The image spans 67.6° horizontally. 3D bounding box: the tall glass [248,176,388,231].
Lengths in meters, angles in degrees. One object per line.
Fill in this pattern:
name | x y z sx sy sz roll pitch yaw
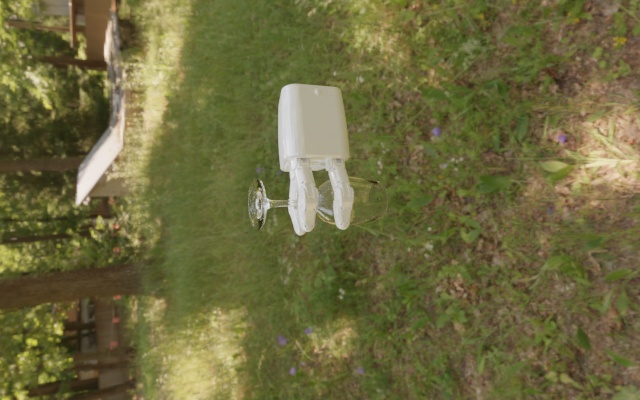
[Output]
tall glass | -0.001 0.002 0.709 0.201 0.079 0.079 -1 1 -26
